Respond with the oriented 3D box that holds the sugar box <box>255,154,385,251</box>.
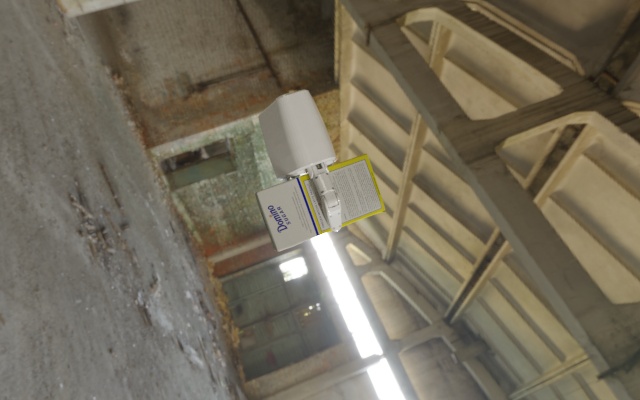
[{"bbox_3d":[0.000,0.002,0.711,0.176,0.093,0.048,-19,2,-11],"label":"sugar box"}]
